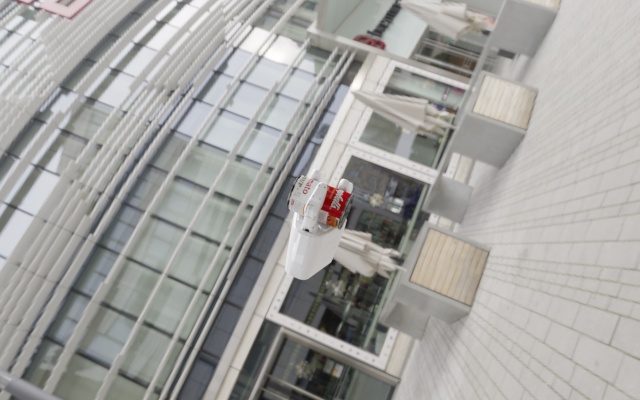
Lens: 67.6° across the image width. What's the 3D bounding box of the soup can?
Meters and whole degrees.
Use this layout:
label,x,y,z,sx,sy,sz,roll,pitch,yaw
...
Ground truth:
label,x,y,z,sx,sy,sz,roll,pitch,yaw
soup can,0.000,0.002,0.849,0.102,0.068,0.068,21,4,10
